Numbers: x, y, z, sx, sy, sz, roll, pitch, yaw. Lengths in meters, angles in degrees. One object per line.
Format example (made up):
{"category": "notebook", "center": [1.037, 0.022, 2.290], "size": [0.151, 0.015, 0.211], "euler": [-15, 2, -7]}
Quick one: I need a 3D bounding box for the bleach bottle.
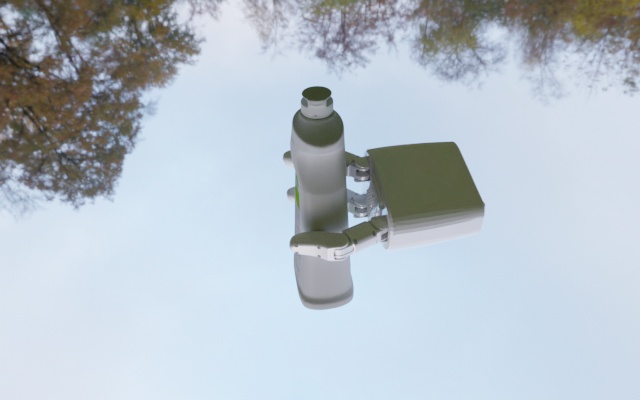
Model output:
{"category": "bleach bottle", "center": [0.000, 0.002, 0.515], "size": [0.068, 0.251, 0.102], "euler": [-8, 41, -8]}
